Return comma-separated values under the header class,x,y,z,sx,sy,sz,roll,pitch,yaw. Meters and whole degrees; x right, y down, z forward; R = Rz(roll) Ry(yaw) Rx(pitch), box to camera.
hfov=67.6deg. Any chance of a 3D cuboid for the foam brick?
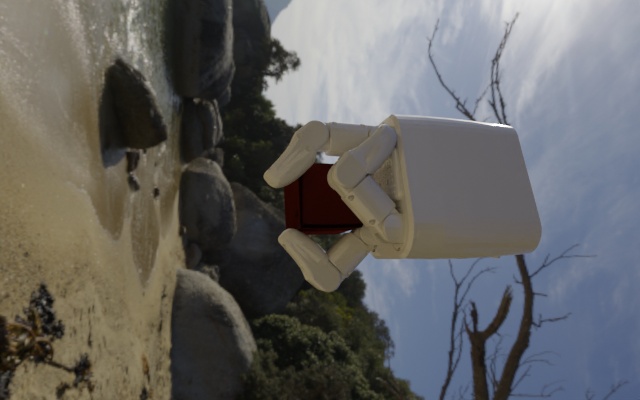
class,x,y,z,sx,sy,sz,roll,pitch,yaw
foam brick,0.000,0.001,0.406,0.051,0.053,0.078,-1,-7,-13
